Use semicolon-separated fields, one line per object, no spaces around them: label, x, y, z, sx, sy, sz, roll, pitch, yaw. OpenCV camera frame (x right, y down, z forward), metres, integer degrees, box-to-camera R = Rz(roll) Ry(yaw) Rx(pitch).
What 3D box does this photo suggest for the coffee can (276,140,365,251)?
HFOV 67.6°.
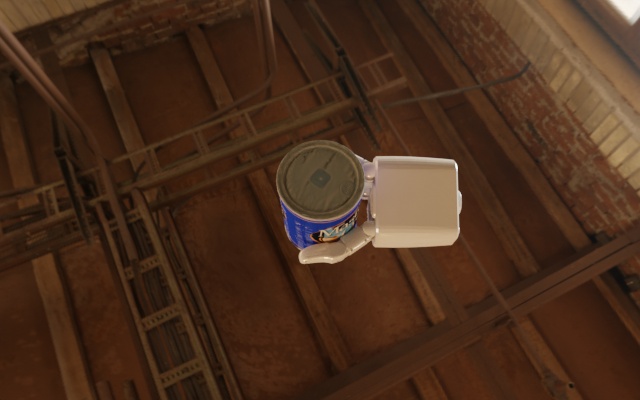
coffee can;0.000;0.002;0.613;0.103;0.102;0.140;0;-24;0
